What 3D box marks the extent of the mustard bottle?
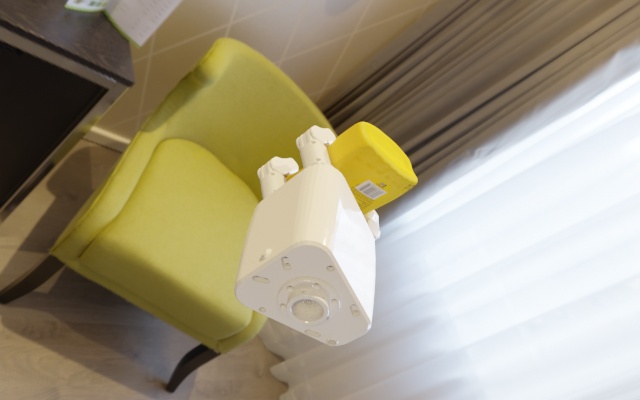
[{"bbox_3d":[0.000,0.001,0.508,0.192,0.058,0.096,-35,-40,25],"label":"mustard bottle"}]
